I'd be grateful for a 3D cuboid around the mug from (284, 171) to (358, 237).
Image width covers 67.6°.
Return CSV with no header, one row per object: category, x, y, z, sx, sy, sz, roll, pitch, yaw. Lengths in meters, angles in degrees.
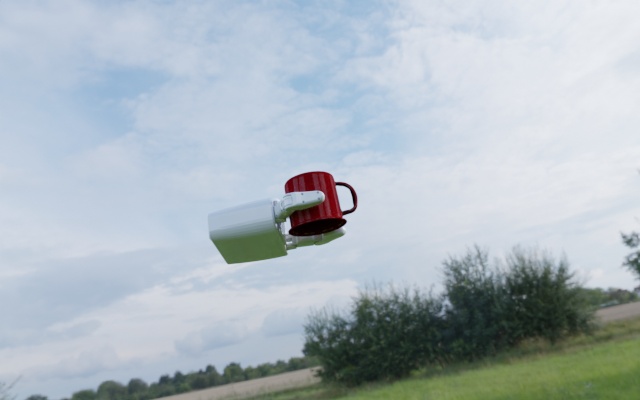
mug,0.001,0.002,0.752,0.117,0.081,0.093,-12,-17,1
